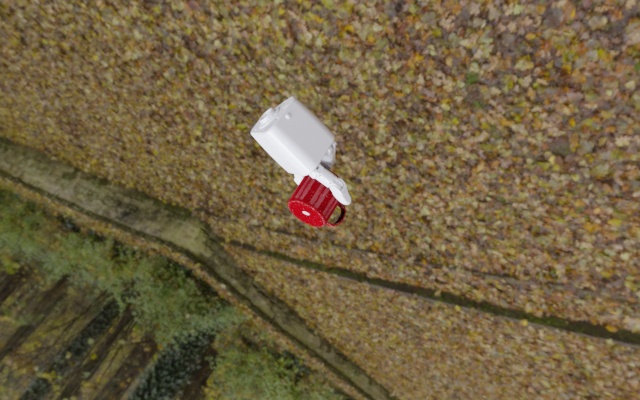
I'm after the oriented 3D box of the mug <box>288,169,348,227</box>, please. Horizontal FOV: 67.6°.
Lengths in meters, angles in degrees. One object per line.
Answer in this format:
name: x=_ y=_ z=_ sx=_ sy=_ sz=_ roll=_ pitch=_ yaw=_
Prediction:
mug: x=0.001 y=0.004 z=0.898 sx=0.117 sy=0.081 sz=0.093 roll=44 pitch=-28 yaw=-23
